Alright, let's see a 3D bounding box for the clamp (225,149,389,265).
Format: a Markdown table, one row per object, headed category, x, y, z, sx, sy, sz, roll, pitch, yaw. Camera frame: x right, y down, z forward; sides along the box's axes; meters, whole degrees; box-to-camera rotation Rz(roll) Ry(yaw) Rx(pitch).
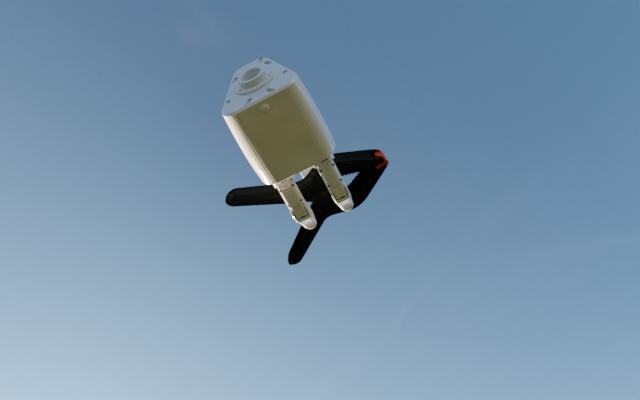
| category | x | y | z | sx | sy | sz | roll | pitch | yaw |
| --- | --- | --- | --- | --- | --- | --- | --- | --- | --- |
| clamp | 0.000 | 0.001 | 0.653 | 0.210 | 0.165 | 0.036 | -27 | 42 | 4 |
